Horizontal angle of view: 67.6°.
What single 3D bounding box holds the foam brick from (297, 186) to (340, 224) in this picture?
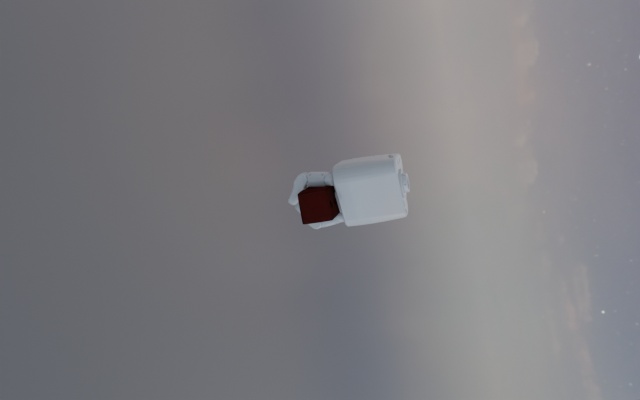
[{"bbox_3d":[0.000,0.003,0.799,0.051,0.053,0.078,-8,11,17],"label":"foam brick"}]
